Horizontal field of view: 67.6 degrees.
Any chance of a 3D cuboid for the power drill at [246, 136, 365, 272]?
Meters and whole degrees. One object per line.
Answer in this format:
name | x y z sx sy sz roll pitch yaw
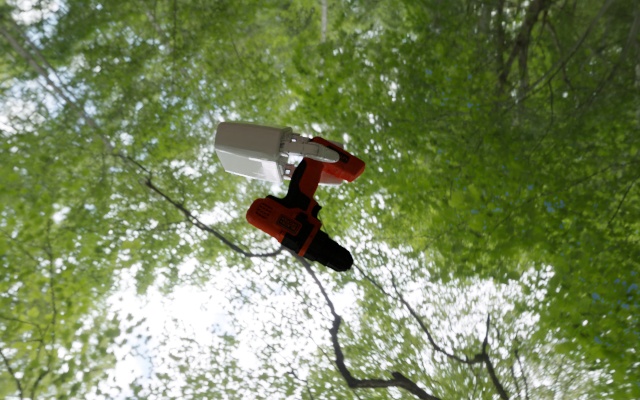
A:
power drill | 0.000 0.002 0.770 0.184 0.187 0.057 31 -25 -1
